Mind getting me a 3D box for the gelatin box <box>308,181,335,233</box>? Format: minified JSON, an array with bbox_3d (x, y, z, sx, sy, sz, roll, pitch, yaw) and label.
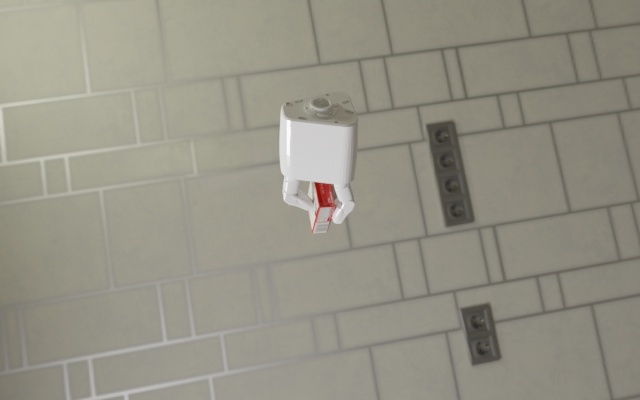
[{"bbox_3d":[0.000,0.003,0.808,0.030,0.073,0.089,-3,-33,-12],"label":"gelatin box"}]
